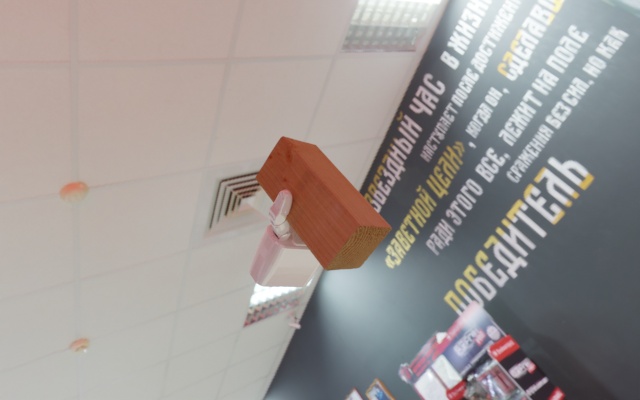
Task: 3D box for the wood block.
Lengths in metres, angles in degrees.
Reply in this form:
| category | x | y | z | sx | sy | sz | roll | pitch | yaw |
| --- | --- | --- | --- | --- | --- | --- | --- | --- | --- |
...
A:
| category | x | y | z | sx | sy | sz | roll | pitch | yaw |
| --- | --- | --- | --- | --- | --- | --- | --- | --- | --- |
| wood block | 0.000 | 0.003 | 0.744 | 0.091 | 0.090 | 0.206 | 6 | 37 | -51 |
